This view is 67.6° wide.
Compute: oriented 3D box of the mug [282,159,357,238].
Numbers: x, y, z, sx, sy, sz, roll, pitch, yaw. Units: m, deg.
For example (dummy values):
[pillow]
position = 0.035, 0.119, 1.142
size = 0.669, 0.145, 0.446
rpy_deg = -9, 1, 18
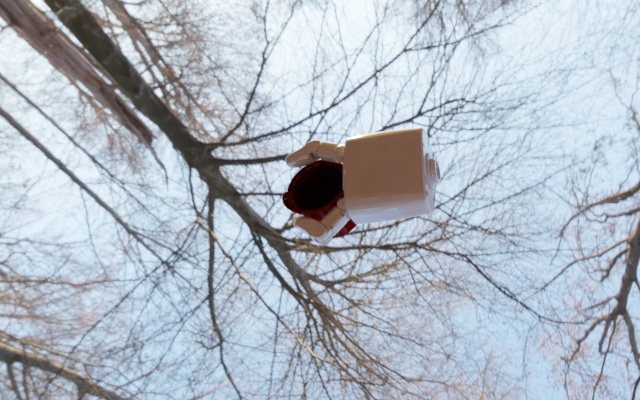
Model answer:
[mug]
position = -0.001, 0.003, 0.695
size = 0.117, 0.093, 0.081
rpy_deg = -7, -37, 26
